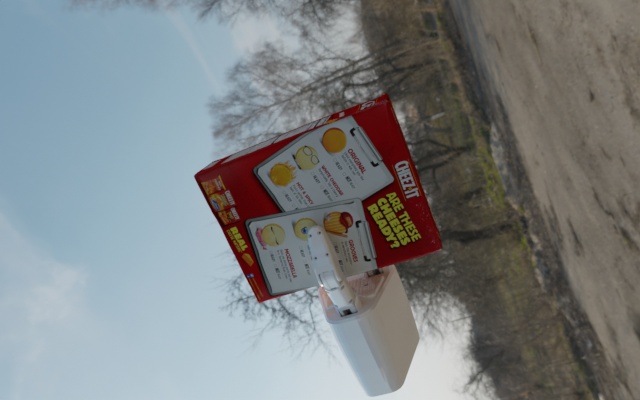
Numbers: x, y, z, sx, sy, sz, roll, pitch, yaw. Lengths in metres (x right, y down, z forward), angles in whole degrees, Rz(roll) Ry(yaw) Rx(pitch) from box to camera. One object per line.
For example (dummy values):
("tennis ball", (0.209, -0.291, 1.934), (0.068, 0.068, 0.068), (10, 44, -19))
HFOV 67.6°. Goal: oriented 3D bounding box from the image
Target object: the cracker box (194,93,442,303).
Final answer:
("cracker box", (0.000, 0.002, 0.514), (0.214, 0.164, 0.072), (-19, 17, 15))
